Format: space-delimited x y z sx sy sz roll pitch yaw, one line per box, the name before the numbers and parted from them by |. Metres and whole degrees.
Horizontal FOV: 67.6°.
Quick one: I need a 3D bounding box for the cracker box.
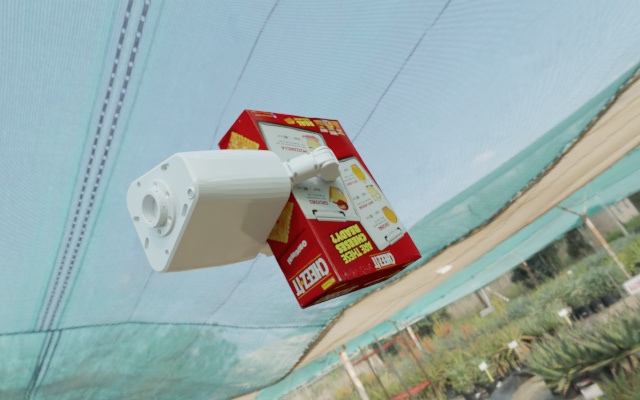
cracker box | 0.000 0.002 0.551 0.164 0.213 0.072 -5 -30 -50
